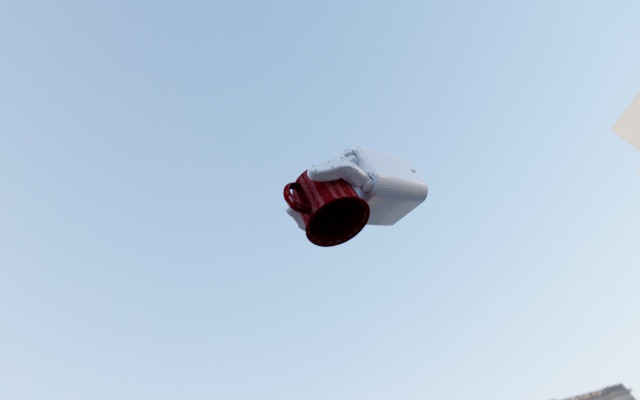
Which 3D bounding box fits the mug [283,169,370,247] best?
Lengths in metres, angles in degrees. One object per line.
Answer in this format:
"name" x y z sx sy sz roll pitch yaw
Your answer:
"mug" -0.001 0.002 0.654 0.117 0.093 0.081 9 36 -34
